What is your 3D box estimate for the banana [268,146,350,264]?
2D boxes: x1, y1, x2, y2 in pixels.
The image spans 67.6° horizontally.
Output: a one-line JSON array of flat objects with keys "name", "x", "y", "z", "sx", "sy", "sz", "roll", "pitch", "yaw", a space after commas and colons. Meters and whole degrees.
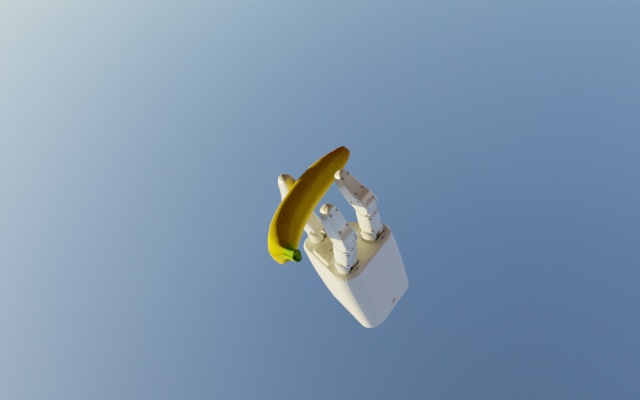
[{"name": "banana", "x": -0.017, "y": 0.007, "z": 0.550, "sx": 0.069, "sy": 0.037, "sz": 0.197, "roll": -12, "pitch": 35, "yaw": 30}]
